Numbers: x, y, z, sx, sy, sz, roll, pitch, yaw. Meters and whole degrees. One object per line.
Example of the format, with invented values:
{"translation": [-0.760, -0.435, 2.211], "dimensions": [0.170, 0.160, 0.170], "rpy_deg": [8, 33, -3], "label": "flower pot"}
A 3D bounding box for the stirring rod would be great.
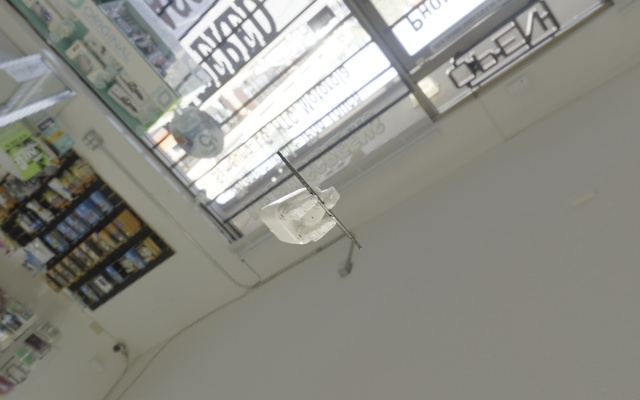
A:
{"translation": [0.000, 0.003, 0.876], "dimensions": [0.011, 0.239, 0.011], "rpy_deg": [-37, 15, 12], "label": "stirring rod"}
